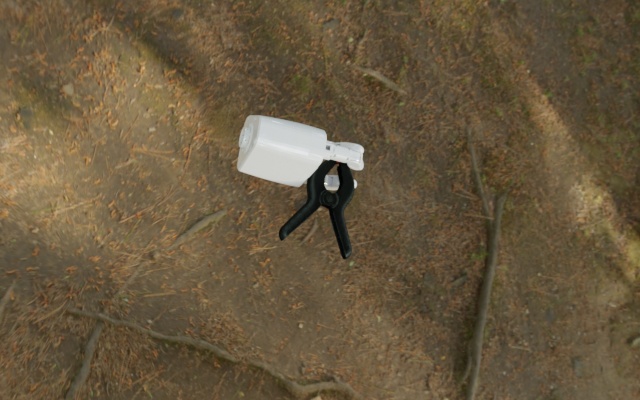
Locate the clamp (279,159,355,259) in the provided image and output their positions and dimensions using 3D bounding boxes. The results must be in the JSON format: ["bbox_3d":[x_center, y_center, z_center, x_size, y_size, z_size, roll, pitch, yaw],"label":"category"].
[{"bbox_3d":[0.000,0.002,0.762,0.120,0.171,0.039,10,-12,-20],"label":"clamp"}]
